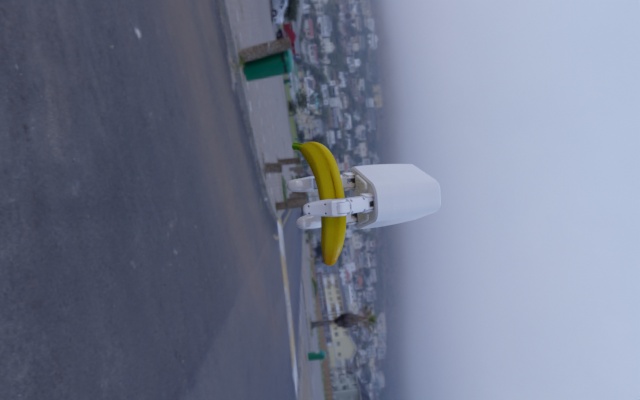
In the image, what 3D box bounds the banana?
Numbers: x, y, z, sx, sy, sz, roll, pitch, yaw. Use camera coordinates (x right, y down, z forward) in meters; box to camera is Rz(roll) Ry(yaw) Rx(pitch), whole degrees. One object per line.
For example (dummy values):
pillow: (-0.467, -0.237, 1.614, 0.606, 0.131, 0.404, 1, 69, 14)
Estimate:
banana: (0.008, -0.007, 0.696, 0.037, 0.197, 0.070, -6, -16, -30)
